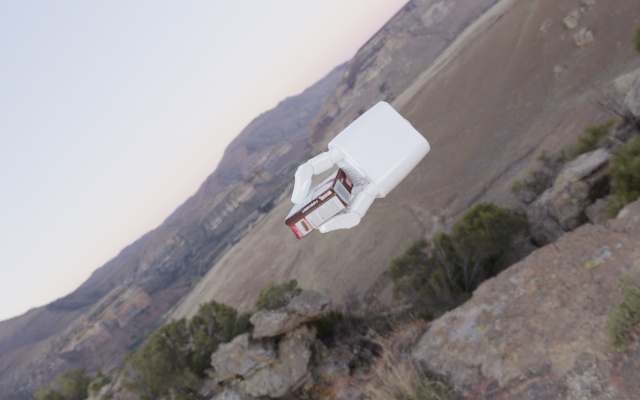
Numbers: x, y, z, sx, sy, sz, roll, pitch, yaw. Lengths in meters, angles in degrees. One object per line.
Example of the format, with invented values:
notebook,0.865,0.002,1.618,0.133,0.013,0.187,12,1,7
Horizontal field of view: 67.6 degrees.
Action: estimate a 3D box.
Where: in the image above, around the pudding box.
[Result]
pudding box,0.000,0.002,0.702,0.090,0.039,0.113,-37,8,17
